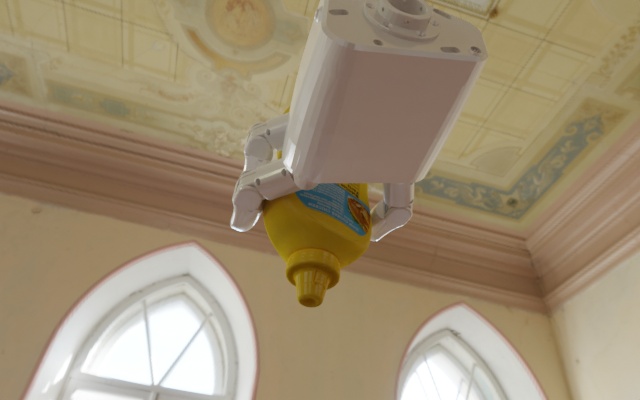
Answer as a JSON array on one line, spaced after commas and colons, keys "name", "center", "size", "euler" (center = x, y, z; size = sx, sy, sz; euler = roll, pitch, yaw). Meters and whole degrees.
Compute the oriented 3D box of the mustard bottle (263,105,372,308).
[{"name": "mustard bottle", "center": [0.000, 0.001, 0.403], "size": [0.096, 0.191, 0.058], "euler": [30, -48, -25]}]
